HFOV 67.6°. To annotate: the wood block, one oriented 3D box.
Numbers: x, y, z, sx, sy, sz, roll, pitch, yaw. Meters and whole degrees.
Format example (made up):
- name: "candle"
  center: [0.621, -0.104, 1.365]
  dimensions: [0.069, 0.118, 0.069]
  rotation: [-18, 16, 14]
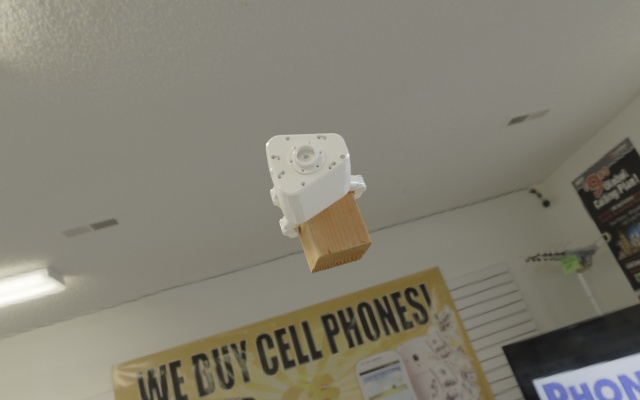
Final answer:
- name: "wood block"
  center: [0.000, 0.002, 0.794]
  dimensions: [0.091, 0.206, 0.090]
  rotation: [-13, -22, -15]
